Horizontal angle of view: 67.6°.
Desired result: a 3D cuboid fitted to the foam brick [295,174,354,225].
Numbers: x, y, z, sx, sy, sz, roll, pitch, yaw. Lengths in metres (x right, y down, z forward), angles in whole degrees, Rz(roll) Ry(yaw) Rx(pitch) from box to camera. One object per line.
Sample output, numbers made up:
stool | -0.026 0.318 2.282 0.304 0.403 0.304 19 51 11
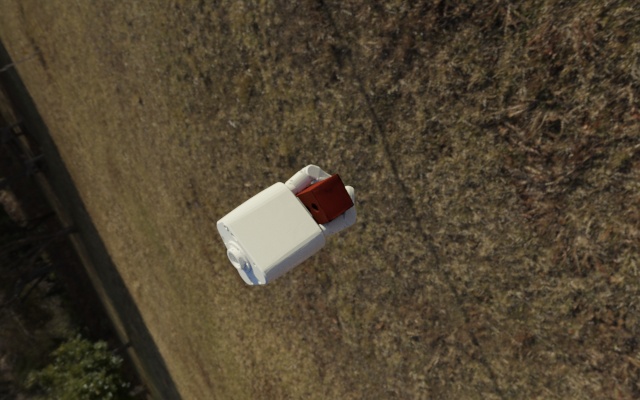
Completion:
foam brick | 0.000 0.002 0.687 0.051 0.053 0.078 -33 6 -29
